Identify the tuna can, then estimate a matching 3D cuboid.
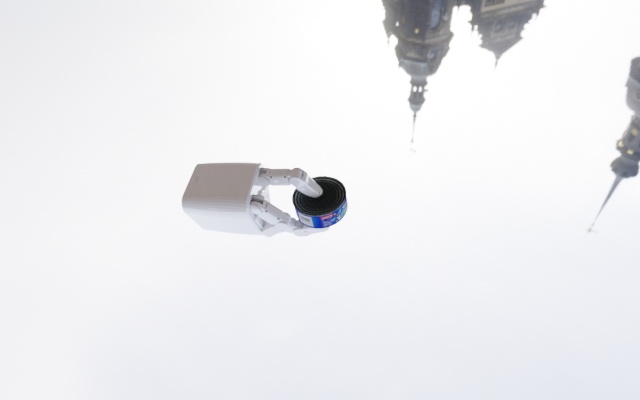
[{"bbox_3d":[0.000,0.003,0.750,0.086,0.086,0.034,0,-43,12],"label":"tuna can"}]
